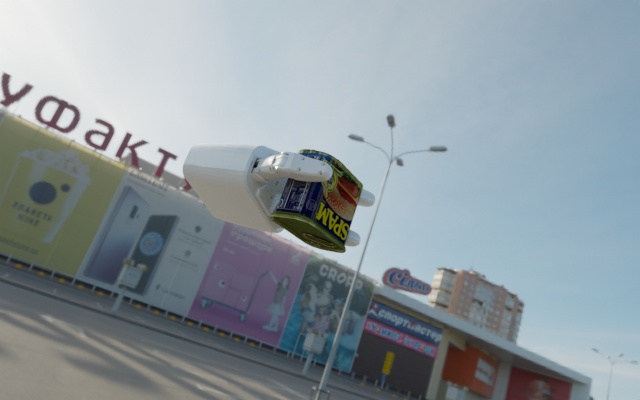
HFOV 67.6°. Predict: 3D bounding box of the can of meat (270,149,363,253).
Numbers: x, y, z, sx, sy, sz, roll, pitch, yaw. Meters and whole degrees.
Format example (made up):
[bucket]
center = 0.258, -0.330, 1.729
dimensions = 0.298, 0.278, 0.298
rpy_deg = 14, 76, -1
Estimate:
[can of meat]
center = 0.000, 0.001, 0.540
dimensions = 0.057, 0.084, 0.102
rpy_deg = 6, -22, 35
